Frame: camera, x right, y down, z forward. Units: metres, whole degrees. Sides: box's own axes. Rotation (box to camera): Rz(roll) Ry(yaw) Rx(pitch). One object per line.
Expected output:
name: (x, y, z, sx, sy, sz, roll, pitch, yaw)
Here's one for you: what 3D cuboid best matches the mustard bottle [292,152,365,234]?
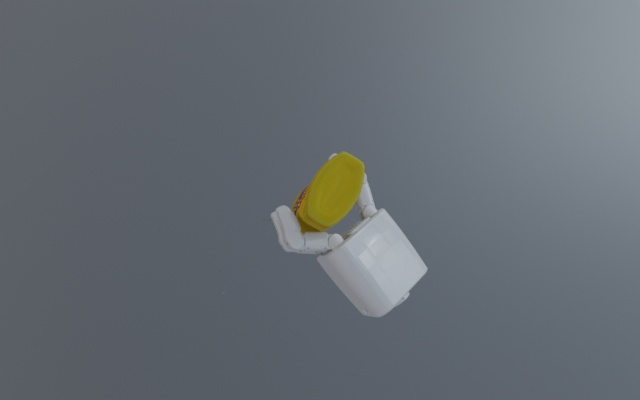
mustard bottle: (0.000, 0.002, 0.648, 0.058, 0.096, 0.192, 29, -15, -5)
